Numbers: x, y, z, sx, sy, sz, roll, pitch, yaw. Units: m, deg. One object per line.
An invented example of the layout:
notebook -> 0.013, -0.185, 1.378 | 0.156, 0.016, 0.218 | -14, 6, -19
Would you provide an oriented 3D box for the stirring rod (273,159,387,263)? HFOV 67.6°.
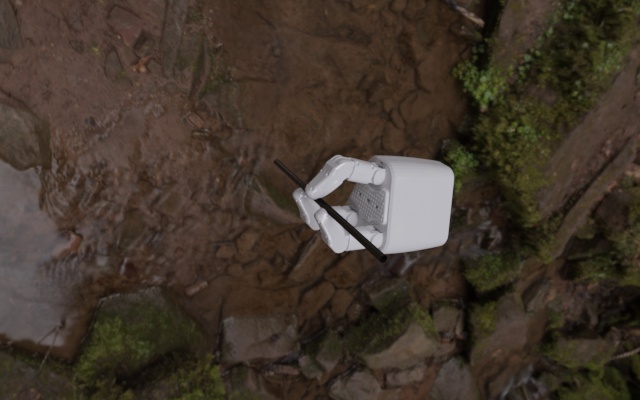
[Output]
stirring rod -> 0.000, 0.002, 0.527 | 0.011, 0.011, 0.239 | 0, 25, -32
